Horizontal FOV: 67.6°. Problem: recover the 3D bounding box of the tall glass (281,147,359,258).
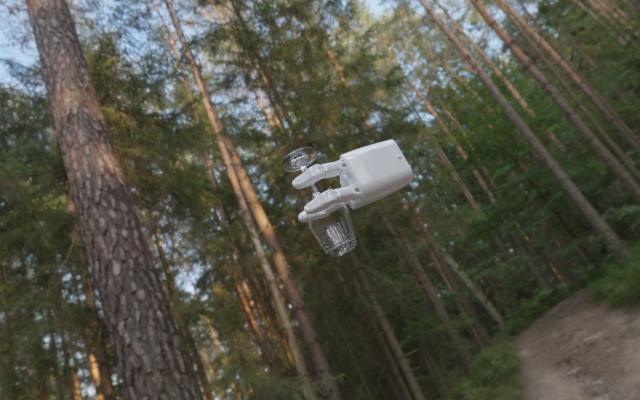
[{"bbox_3d":[0.000,0.002,0.876,0.079,0.201,0.079,-22,-23,-10],"label":"tall glass"}]
